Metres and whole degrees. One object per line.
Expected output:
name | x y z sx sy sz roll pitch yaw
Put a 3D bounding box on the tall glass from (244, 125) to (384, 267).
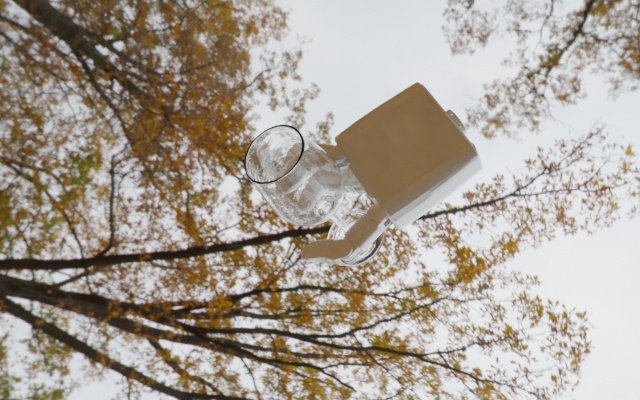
tall glass | 0.000 0.002 0.502 0.079 0.079 0.201 0 -26 28
